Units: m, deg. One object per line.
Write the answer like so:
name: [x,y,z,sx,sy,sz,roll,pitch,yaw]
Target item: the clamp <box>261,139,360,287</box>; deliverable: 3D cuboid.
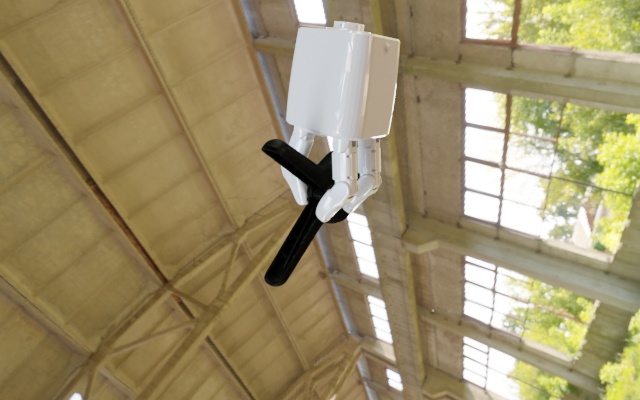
clamp: [0.000,0.001,0.569,0.036,0.164,0.210,17,20,31]
